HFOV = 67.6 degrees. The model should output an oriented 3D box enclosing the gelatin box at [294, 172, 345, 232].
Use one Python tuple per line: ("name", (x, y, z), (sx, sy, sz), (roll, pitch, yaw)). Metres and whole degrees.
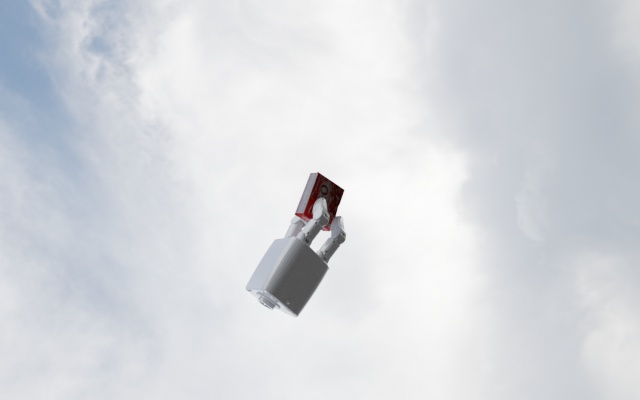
("gelatin box", (0.000, 0.003, 0.885), (0.073, 0.089, 0.030), (32, -21, -35))
